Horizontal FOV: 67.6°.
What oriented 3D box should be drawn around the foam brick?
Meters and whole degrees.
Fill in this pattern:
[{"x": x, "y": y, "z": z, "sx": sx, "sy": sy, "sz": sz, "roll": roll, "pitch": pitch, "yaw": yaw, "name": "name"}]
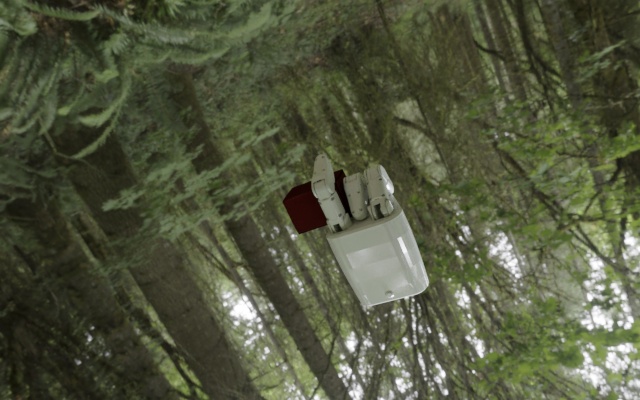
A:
[{"x": 0.000, "y": 0.002, "z": 0.617, "sx": 0.078, "sy": 0.051, "sz": 0.053, "roll": -19, "pitch": 16, "yaw": 21, "name": "foam brick"}]
